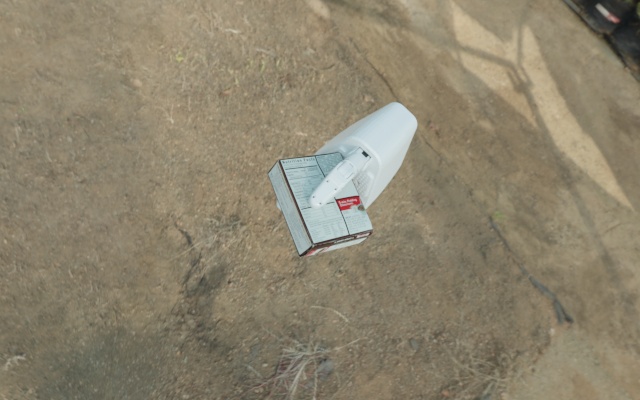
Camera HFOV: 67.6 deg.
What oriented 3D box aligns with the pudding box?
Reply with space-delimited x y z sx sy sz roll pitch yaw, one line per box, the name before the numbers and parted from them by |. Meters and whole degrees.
pudding box | 0.000 0.002 0.556 0.090 0.113 0.039 -11 -23 -32
